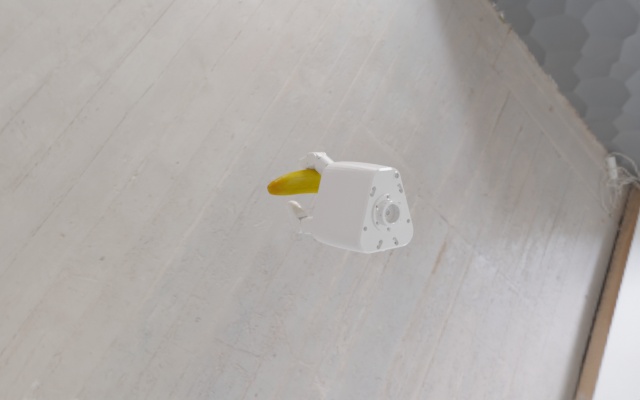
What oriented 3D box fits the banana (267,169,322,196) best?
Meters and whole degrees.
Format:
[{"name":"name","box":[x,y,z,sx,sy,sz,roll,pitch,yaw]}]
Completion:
[{"name":"banana","box":[0.010,-0.014,0.745,0.198,0.069,0.037,21,4,-37]}]
